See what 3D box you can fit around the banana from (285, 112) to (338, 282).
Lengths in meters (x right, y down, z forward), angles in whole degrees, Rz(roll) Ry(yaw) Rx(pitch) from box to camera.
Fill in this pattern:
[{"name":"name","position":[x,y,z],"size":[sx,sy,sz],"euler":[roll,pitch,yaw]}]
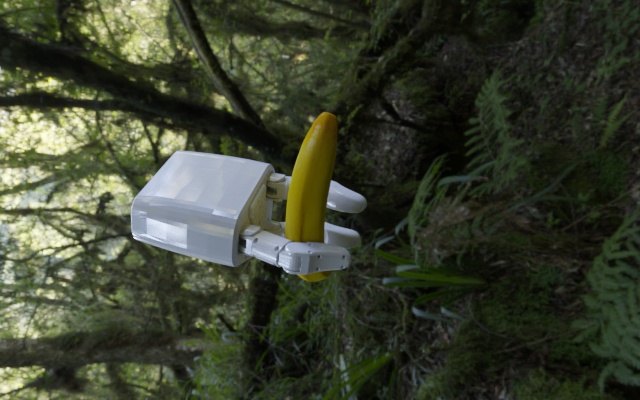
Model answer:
[{"name":"banana","position":[-0.007,0.016,0.447],"size":[0.037,0.198,0.069],"euler":[16,45,18]}]
